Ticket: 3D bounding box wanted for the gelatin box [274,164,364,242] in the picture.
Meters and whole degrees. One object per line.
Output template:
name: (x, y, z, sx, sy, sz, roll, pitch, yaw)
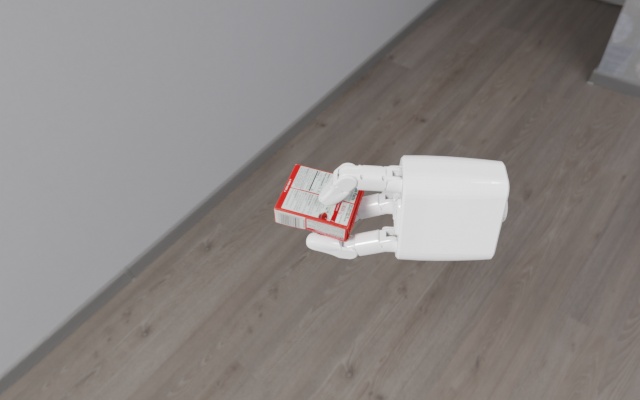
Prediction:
gelatin box: (0.000, 0.001, 0.552, 0.089, 0.073, 0.030, 15, -38, 9)
